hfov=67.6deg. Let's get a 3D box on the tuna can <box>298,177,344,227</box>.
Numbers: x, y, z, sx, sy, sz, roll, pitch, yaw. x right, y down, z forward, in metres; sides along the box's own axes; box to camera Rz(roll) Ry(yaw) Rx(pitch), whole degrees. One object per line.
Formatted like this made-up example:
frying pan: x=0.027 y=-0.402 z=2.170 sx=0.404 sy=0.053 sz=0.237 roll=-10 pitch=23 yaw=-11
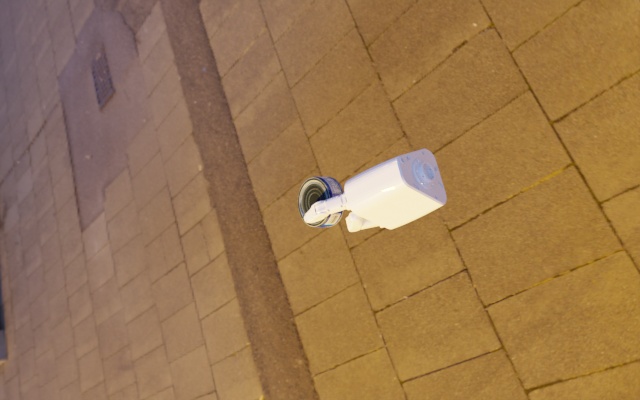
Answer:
tuna can: x=0.000 y=0.003 z=0.801 sx=0.034 sy=0.086 sz=0.086 roll=-1 pitch=0 yaw=-42
